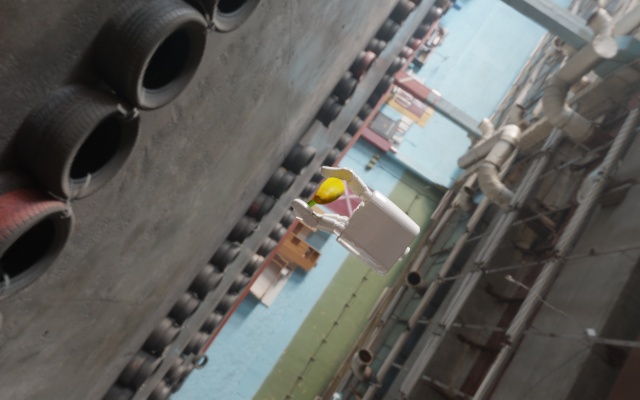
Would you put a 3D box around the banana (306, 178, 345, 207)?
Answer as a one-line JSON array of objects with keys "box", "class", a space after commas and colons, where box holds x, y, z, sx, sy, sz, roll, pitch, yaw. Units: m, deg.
[{"box": [0.013, -0.010, 0.817, 0.037, 0.069, 0.198, 44, -7, 0], "class": "banana"}]
